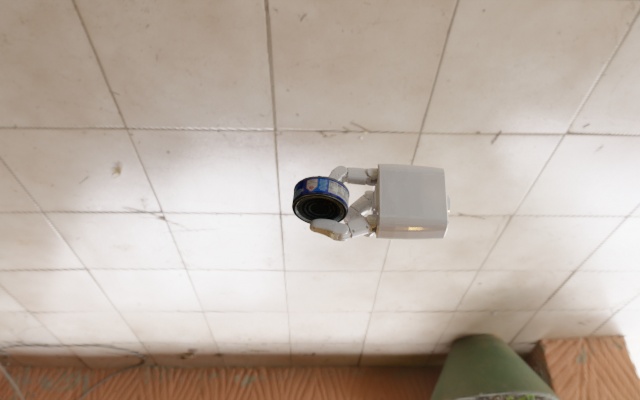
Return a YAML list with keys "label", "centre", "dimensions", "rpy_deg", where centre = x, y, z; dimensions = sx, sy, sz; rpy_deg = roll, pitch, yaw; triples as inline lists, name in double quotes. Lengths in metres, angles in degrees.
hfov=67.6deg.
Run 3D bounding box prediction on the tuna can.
- label: "tuna can"
  centre: [0.000, 0.003, 0.716]
  dimensions: [0.086, 0.033, 0.086]
  rpy_deg: [4, -36, 3]
